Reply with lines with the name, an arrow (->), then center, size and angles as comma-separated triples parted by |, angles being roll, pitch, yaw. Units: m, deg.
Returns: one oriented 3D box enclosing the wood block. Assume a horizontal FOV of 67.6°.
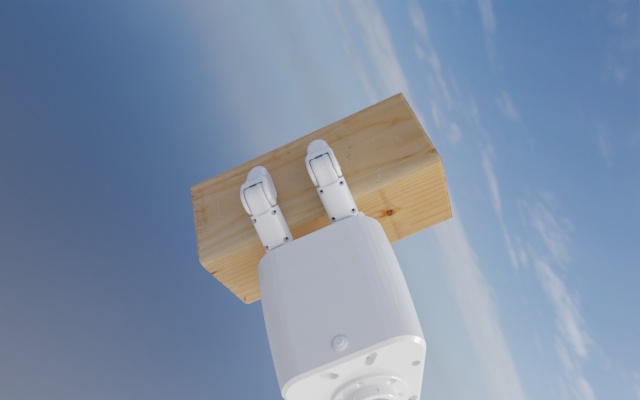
wood block -> 0.000, 0.002, 0.431 | 0.206, 0.090, 0.091 | -23, -39, 5
